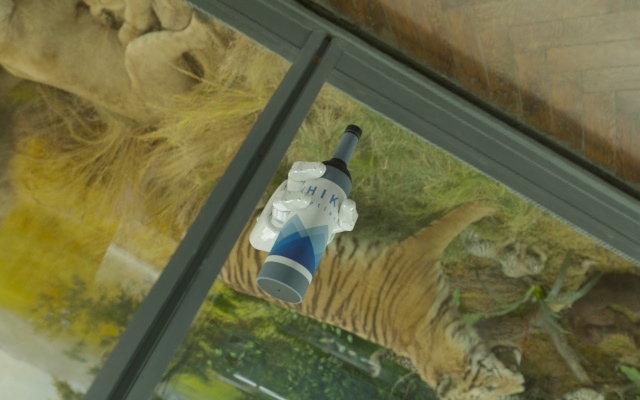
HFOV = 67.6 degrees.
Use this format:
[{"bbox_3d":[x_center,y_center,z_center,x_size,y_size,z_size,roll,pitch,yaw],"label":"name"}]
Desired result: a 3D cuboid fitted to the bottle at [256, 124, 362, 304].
[{"bbox_3d":[0.000,0.002,0.692,0.069,0.295,0.069,18,-31,11],"label":"bottle"}]
